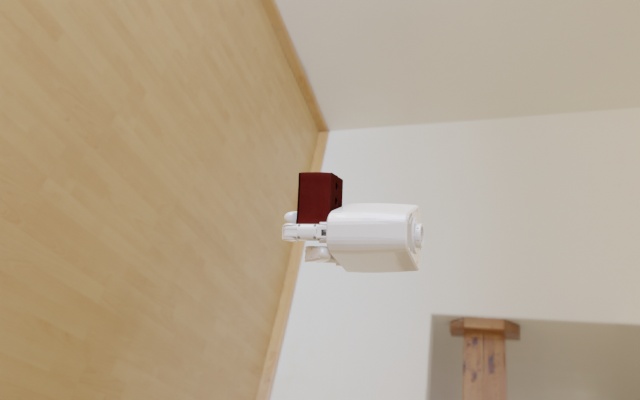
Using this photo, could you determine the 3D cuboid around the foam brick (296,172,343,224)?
[{"bbox_3d":[0.000,0.002,0.683,0.051,0.078,0.053,-2,-10,22],"label":"foam brick"}]
